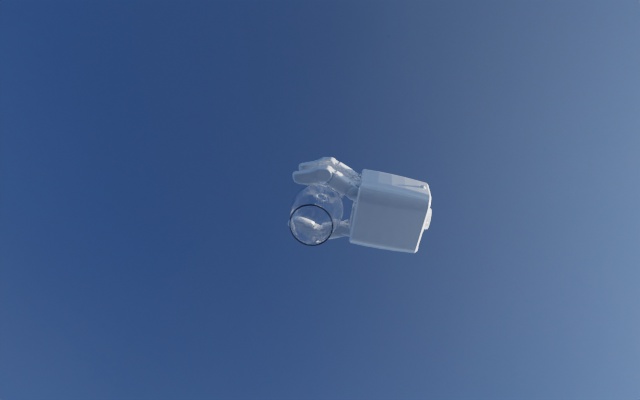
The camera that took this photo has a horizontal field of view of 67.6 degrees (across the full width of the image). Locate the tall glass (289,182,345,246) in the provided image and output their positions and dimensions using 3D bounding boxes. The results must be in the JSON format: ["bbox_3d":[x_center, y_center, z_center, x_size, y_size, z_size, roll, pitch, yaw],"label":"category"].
[{"bbox_3d":[0.000,0.002,0.748,0.079,0.079,0.201,0,19,8],"label":"tall glass"}]
